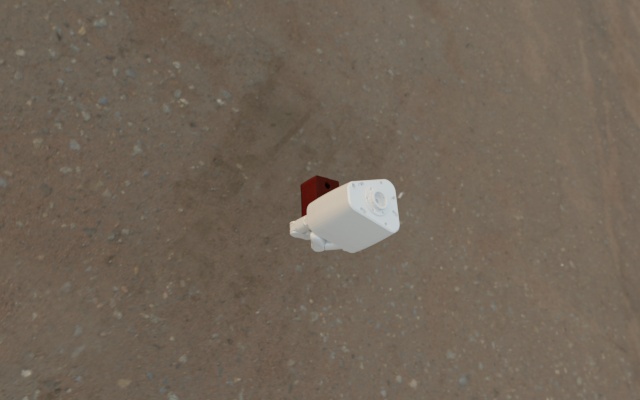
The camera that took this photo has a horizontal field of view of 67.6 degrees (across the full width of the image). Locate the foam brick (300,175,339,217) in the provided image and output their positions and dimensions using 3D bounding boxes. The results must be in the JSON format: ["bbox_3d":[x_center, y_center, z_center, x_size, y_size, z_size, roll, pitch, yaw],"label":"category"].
[{"bbox_3d":[0.000,0.003,0.847,0.053,0.078,0.051,13,-29,-33],"label":"foam brick"}]
